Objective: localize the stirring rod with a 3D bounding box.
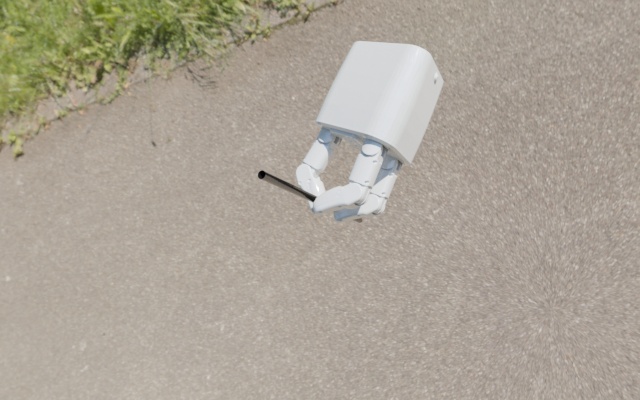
[{"bbox_3d":[0.000,0.002,0.522,0.011,0.011,0.239,0,-12,26],"label":"stirring rod"}]
